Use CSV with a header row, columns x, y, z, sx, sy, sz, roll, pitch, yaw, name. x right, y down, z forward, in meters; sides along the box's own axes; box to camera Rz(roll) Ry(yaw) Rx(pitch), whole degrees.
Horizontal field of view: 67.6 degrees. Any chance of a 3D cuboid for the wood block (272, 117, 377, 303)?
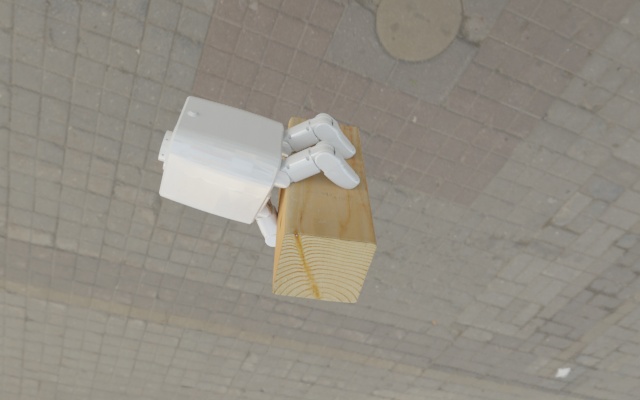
x,y,z,sx,sy,sz,roll,pitch,yaw,name
0.000,0.002,0.539,0.090,0.091,0.206,8,40,-8,wood block
